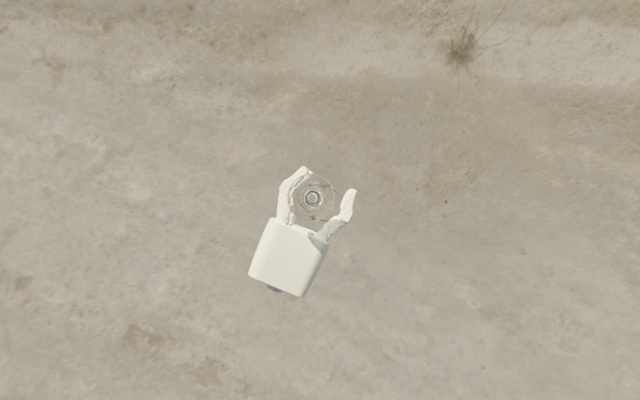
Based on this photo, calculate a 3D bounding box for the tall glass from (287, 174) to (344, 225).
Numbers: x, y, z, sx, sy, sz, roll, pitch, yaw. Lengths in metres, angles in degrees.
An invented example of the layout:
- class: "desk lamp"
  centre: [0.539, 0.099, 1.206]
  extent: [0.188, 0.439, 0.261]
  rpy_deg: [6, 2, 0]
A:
- class: "tall glass"
  centre: [0.000, 0.003, 0.833]
  extent: [0.079, 0.079, 0.201]
  rpy_deg: [0, -4, 9]
